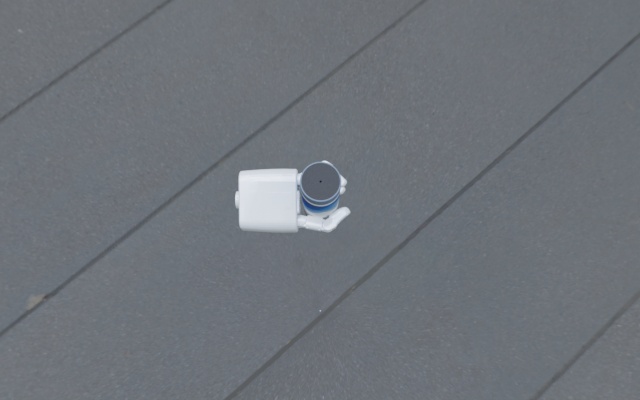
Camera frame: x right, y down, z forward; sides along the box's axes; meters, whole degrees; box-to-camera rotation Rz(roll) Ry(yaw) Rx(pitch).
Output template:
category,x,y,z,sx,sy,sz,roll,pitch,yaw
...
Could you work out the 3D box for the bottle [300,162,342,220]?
category,x,y,z,sx,sy,sz,roll,pitch,yaw
bottle,0.000,0.003,0.899,0.069,0.069,0.296,0,-13,0
